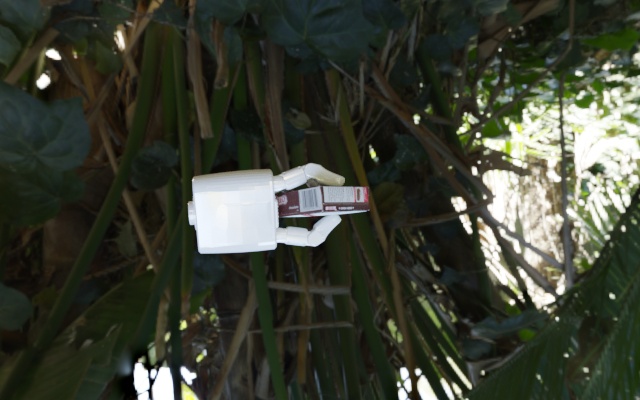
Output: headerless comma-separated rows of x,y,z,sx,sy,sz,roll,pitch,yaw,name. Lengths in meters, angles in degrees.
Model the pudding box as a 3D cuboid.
0.000,0.002,0.682,0.090,0.039,0.113,-2,-2,-39,pudding box
